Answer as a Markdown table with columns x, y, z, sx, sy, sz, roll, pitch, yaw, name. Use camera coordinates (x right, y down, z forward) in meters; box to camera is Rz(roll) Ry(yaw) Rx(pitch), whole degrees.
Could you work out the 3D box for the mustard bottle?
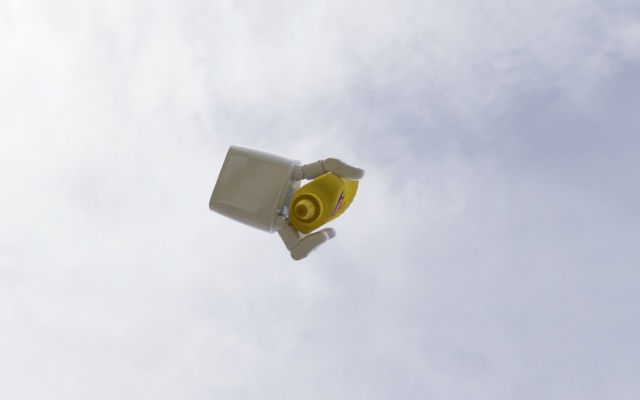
| x | y | z | sx | sy | sz | roll | pitch | yaw | name |
| --- | --- | --- | --- | --- | --- | --- | --- | --- | --- |
| 0.000 | 0.002 | 0.693 | 0.058 | 0.096 | 0.191 | 42 | 15 | 8 | mustard bottle |
